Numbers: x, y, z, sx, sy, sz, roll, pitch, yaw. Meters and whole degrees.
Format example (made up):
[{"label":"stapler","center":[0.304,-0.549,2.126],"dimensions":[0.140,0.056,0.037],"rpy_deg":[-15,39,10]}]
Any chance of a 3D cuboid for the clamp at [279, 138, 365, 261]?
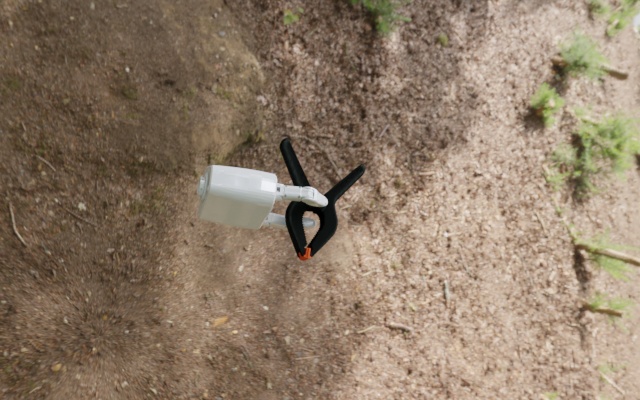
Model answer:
[{"label":"clamp","center":[0.000,0.003,0.836],"dimensions":[0.164,0.210,0.036],"rpy_deg":[9,-18,-18]}]
